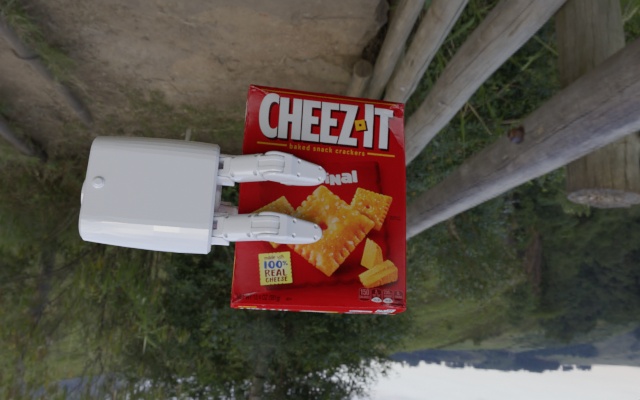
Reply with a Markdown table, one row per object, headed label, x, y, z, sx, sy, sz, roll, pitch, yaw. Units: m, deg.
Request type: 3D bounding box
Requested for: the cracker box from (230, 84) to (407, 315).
| label | x | y | z | sx | sy | sz | roll | pitch | yaw |
| --- | --- | --- | --- | --- | --- | --- | --- | --- | --- |
| cracker box | 0.000 | 0.002 | 0.477 | 0.164 | 0.213 | 0.072 | 5 | -15 | -10 |
